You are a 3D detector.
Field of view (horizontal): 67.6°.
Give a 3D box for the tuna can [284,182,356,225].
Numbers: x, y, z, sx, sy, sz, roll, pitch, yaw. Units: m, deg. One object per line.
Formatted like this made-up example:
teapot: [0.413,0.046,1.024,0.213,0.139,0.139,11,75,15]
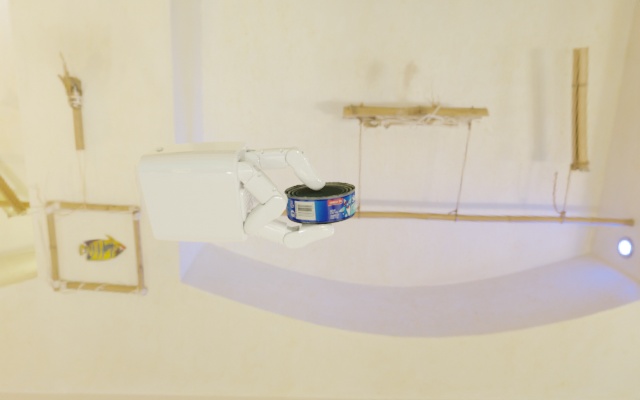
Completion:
tuna can: [0.000,0.002,0.578,0.086,0.034,0.086,-3,14,1]
